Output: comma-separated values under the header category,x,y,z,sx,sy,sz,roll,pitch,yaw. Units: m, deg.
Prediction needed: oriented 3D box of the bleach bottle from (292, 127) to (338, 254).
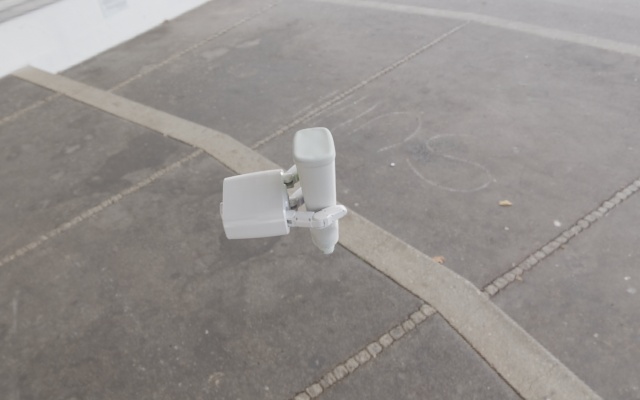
category,x,y,z,sx,sy,sz,roll,pitch,yaw
bleach bottle,0.000,0.003,0.842,0.068,0.251,0.102,-7,39,1
